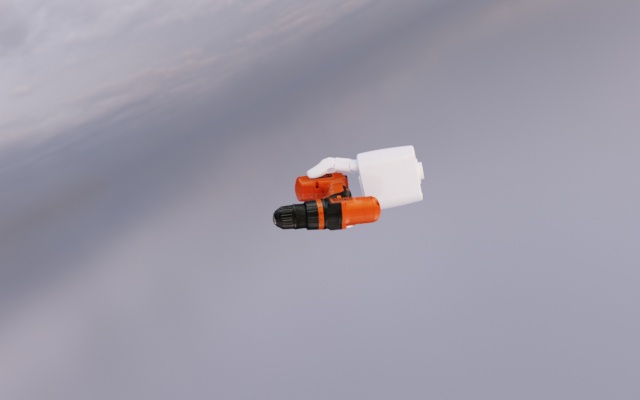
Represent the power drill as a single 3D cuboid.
[{"bbox_3d":[0.000,0.003,0.873,0.184,0.057,0.187,-4,20,-9],"label":"power drill"}]
